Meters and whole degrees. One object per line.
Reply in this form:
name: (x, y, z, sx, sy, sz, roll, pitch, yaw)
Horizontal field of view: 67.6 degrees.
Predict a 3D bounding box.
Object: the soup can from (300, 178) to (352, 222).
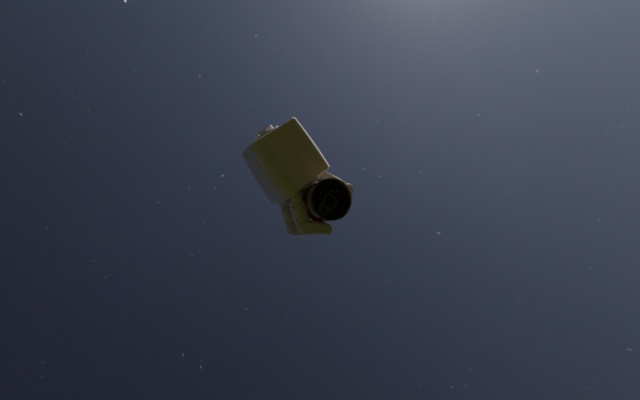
soup can: (0.000, 0.003, 0.800, 0.068, 0.068, 0.102, 0, -5, -21)
